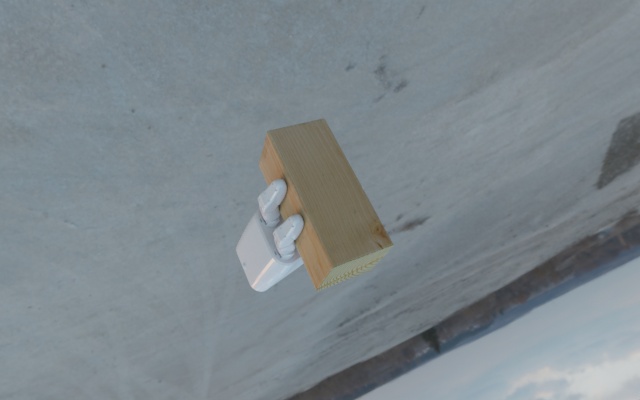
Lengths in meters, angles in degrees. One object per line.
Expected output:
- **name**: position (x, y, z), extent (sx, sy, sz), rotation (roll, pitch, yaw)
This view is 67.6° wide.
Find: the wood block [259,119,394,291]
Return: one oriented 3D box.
- **wood block**: position (0.000, 0.002, 0.648), extent (0.091, 0.206, 0.090), rotation (-17, -23, -24)
